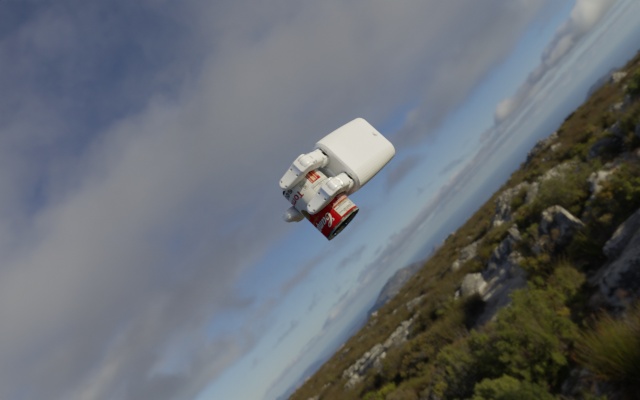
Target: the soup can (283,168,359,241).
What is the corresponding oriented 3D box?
[{"bbox_3d":[0.000,0.003,0.733,0.102,0.068,0.068,44,10,11],"label":"soup can"}]
